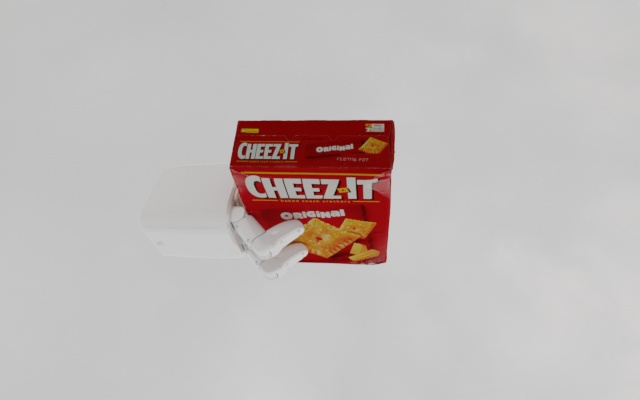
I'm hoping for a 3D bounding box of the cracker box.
[{"bbox_3d":[0.000,0.002,0.560,0.164,0.072,0.214,0,-32,6],"label":"cracker box"}]
